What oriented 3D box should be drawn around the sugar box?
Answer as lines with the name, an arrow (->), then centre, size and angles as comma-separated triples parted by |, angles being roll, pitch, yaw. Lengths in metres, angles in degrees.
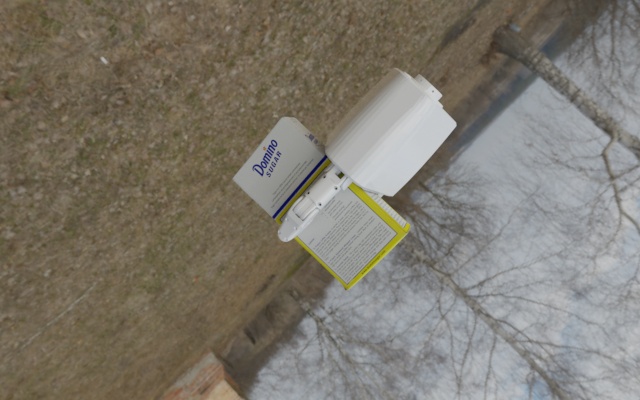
sugar box -> 0.000, 0.002, 0.514 | 0.176, 0.093, 0.048 | 45, 17, 8
